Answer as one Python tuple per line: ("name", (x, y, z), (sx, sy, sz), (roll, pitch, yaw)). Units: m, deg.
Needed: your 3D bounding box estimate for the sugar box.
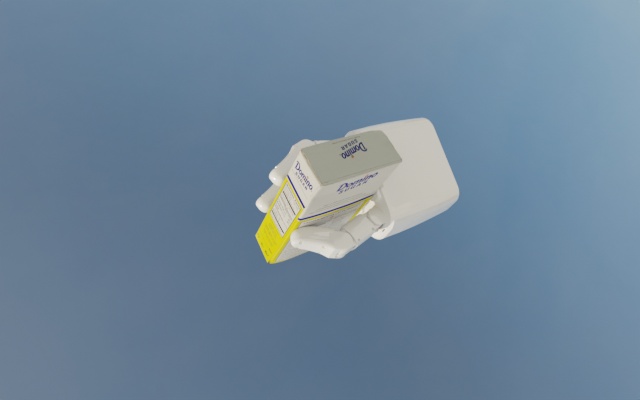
("sugar box", (0.000, 0.001, 0.484), (0.093, 0.048, 0.176), (-18, -23, -30))
